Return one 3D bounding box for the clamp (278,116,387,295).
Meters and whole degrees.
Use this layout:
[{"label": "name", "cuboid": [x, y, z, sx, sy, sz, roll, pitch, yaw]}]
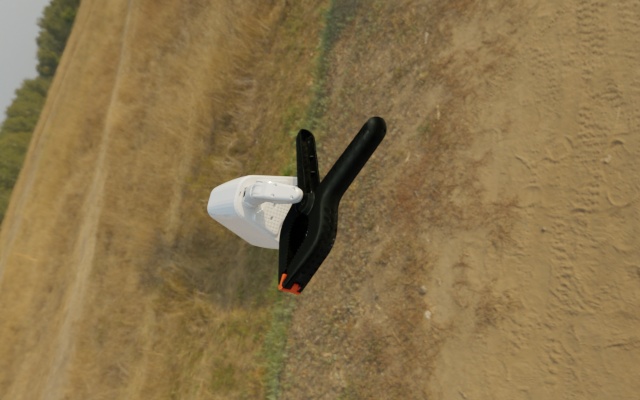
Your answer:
[{"label": "clamp", "cuboid": [-0.001, 0.002, 0.538, 0.036, 0.210, 0.164, 21, -16, -30]}]
